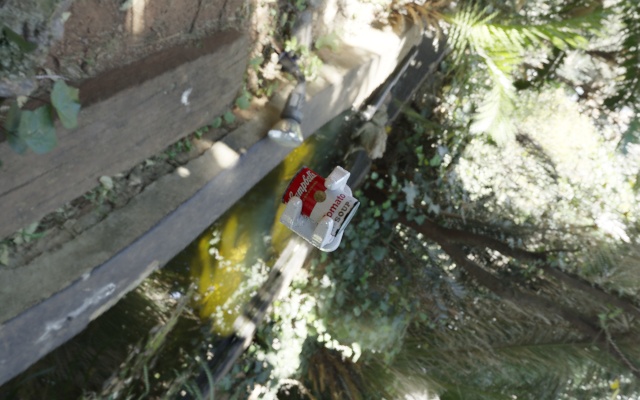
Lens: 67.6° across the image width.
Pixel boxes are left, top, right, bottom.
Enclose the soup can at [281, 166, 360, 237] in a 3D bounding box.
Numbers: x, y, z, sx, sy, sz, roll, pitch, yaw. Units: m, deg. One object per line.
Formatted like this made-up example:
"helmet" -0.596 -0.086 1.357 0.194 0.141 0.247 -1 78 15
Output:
"soup can" 0.000 0.002 0.733 0.102 0.068 0.068 33 6 9
